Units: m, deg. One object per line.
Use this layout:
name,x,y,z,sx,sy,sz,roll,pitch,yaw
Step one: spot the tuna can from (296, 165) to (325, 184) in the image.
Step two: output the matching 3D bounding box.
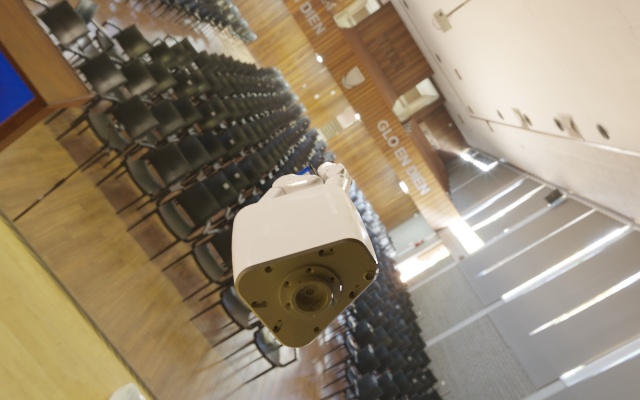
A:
tuna can,0.001,0.001,0.549,0.034,0.086,0.086,-35,-3,5
